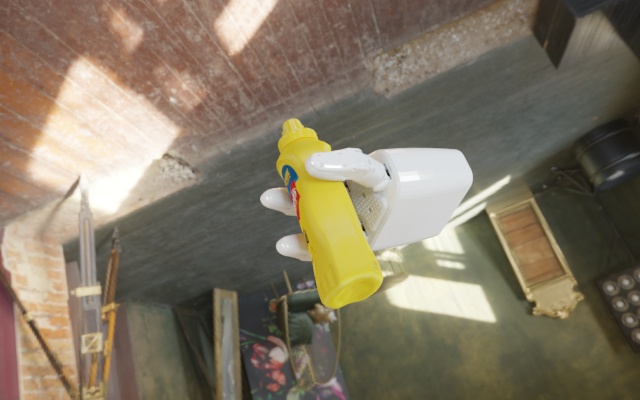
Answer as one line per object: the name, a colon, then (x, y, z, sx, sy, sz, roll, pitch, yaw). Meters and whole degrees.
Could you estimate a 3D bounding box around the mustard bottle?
mustard bottle: (0.000, 0.002, 0.462, 0.058, 0.191, 0.096, -17, -23, -7)
